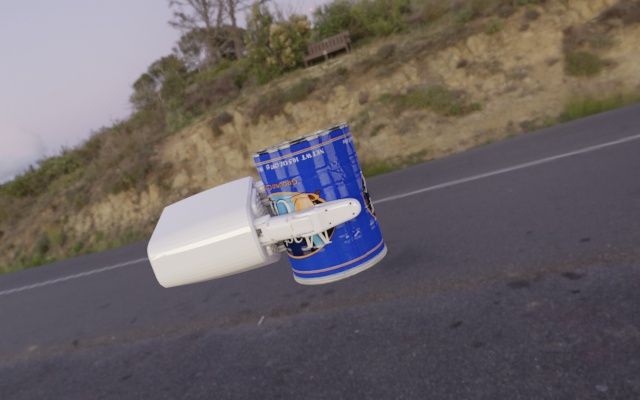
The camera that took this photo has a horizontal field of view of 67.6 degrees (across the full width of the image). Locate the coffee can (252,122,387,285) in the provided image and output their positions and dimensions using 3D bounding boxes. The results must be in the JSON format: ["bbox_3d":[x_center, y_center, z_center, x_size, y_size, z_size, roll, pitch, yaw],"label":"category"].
[{"bbox_3d":[0.000,0.002,0.496,0.103,0.140,0.103,-18,9,3],"label":"coffee can"}]
